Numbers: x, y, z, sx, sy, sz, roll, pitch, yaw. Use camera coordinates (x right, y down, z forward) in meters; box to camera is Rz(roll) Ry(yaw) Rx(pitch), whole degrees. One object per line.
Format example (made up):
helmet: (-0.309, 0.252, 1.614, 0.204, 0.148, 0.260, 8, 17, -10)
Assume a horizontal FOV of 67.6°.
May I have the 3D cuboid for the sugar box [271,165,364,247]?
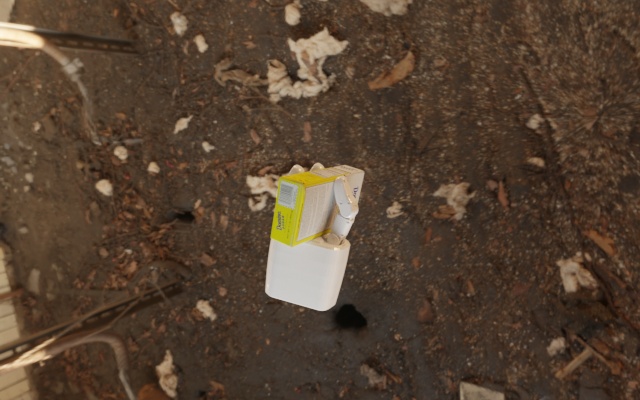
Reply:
sugar box: (0.000, 0.002, 0.714, 0.048, 0.093, 0.176, 19, 18, 26)
